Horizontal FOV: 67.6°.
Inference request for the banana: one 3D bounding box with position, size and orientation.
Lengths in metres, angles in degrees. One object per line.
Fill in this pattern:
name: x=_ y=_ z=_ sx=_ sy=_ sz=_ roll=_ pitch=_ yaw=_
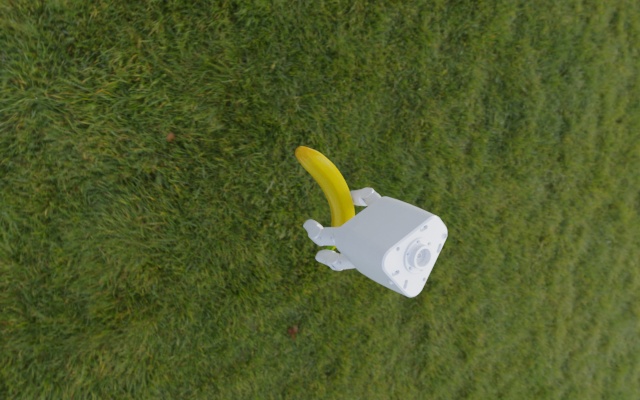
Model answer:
banana: x=0.016 y=-0.002 z=0.747 sx=0.069 sy=0.198 sz=0.037 roll=-27 pitch=28 yaw=-24
